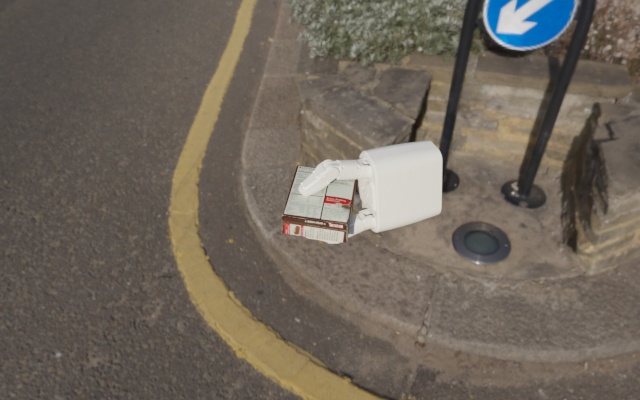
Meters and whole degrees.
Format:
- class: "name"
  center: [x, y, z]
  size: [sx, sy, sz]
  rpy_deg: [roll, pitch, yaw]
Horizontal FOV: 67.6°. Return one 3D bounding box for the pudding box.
- class: "pudding box"
  center: [0.000, 0.002, 0.660]
  size: [0.090, 0.039, 0.113]
  rpy_deg: [7, 40, 5]
